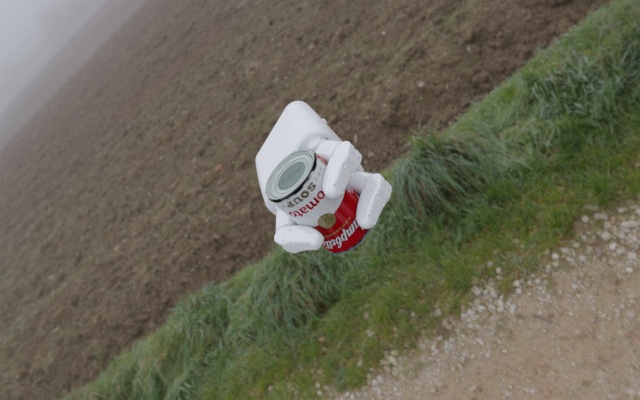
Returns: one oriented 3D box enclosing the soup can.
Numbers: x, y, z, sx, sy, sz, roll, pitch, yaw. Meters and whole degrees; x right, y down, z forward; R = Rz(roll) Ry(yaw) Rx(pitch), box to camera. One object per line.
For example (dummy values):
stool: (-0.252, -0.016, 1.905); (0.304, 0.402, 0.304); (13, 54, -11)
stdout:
soup can: (0.000, 0.002, 0.500); (0.068, 0.068, 0.102); (0, -35, 49)
